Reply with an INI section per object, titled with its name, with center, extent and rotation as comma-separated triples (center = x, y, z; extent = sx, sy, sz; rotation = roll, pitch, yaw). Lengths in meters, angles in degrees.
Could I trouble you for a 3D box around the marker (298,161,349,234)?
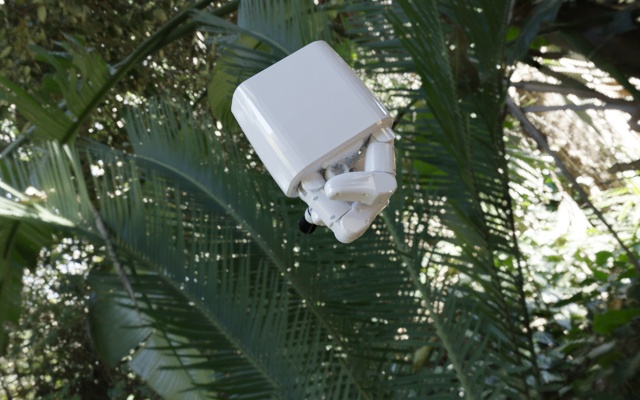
[marker]
center = 0.000, 0.002, 0.459
extent = 0.020, 0.020, 0.121
rotation = 0, -28, -17
